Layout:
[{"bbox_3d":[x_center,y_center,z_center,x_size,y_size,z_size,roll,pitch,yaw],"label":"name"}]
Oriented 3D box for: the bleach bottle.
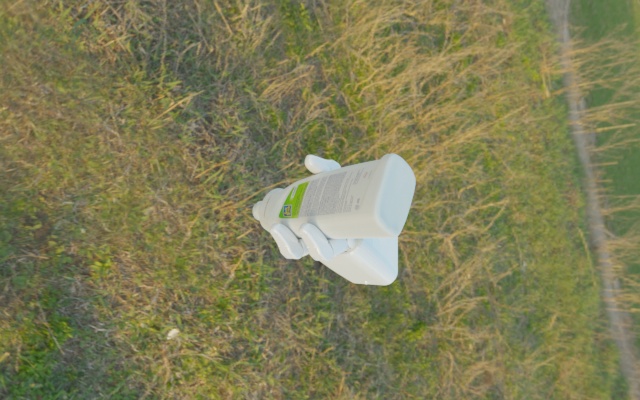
[{"bbox_3d":[0.000,0.002,0.653,0.251,0.102,0.068,-4,-34,43],"label":"bleach bottle"}]
